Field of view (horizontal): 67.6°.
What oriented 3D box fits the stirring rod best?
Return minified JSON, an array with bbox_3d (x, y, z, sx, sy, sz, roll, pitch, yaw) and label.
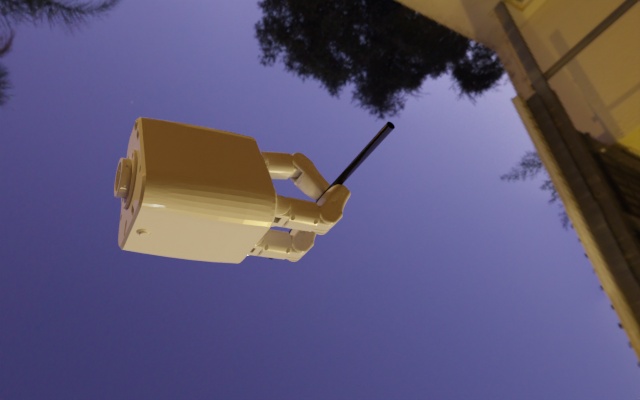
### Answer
[{"bbox_3d":[0.000,0.001,0.482,0.011,0.011,0.240,0,-32,-35],"label":"stirring rod"}]
